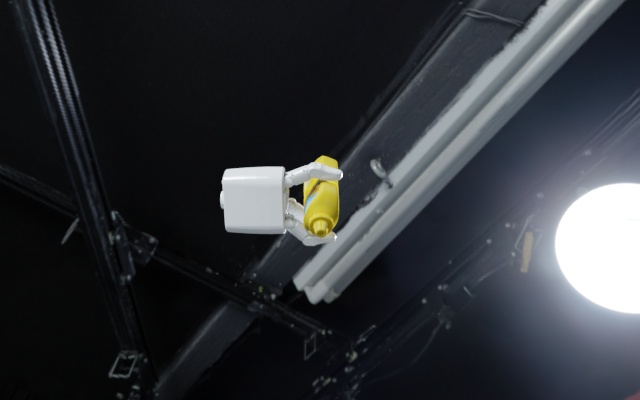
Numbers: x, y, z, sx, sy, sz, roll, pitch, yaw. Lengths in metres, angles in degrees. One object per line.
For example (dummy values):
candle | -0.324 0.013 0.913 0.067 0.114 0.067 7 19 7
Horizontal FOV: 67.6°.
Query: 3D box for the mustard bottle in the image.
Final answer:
mustard bottle | 0.000 0.003 0.859 0.058 0.096 0.191 21 30 -12
